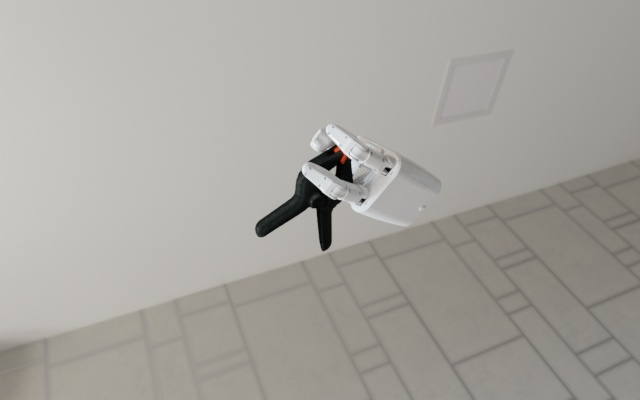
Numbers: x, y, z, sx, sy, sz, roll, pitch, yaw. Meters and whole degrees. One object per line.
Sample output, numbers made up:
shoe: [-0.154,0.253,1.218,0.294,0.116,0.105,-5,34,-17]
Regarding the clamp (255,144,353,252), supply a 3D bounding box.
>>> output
clamp: [0.000,0.002,0.663,0.120,0.171,0.039,22,27,-38]
